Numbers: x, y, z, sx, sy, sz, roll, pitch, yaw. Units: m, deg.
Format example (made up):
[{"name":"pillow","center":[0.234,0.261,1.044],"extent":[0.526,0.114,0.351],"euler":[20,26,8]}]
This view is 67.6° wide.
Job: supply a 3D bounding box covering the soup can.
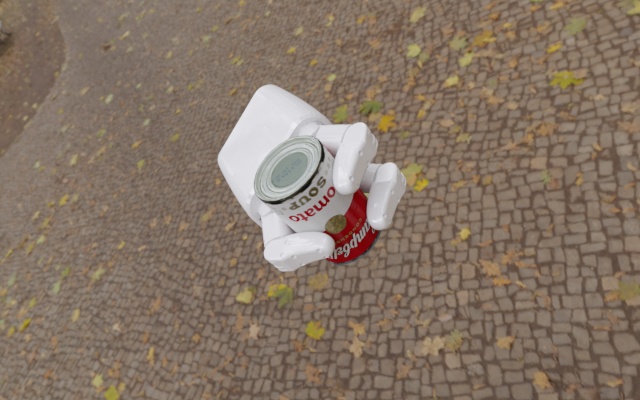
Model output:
[{"name":"soup can","center":[0.000,0.001,0.405],"extent":[0.068,0.068,0.102],"euler":[0,-34,39]}]
